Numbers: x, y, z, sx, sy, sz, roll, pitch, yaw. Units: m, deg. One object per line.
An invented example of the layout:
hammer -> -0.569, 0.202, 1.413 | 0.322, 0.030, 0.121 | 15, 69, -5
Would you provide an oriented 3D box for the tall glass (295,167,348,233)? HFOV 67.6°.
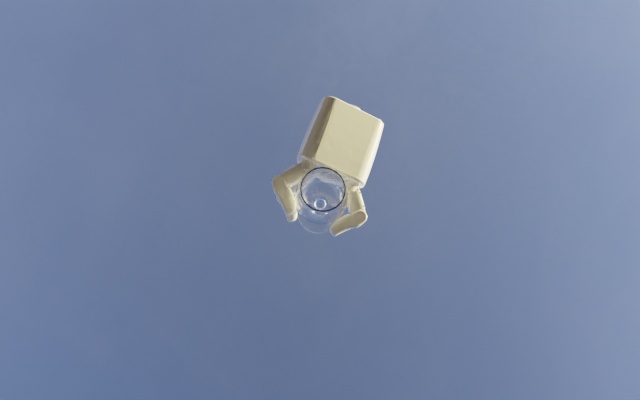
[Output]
tall glass -> 0.000, 0.003, 0.737 | 0.079, 0.079, 0.201 | 0, -10, -2
